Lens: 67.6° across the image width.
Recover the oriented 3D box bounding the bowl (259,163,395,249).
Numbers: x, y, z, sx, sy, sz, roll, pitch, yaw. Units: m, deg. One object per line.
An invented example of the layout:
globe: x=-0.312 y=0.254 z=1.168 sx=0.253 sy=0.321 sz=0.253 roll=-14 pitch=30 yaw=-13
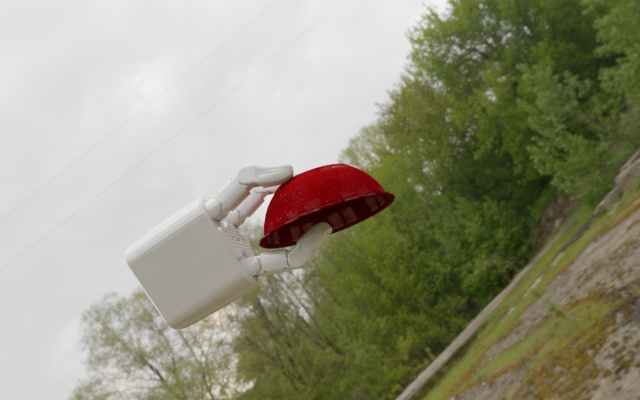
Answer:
bowl: x=0.001 y=0.001 z=0.544 sx=0.162 sy=0.055 sz=0.162 roll=-18 pitch=-13 yaw=-5
